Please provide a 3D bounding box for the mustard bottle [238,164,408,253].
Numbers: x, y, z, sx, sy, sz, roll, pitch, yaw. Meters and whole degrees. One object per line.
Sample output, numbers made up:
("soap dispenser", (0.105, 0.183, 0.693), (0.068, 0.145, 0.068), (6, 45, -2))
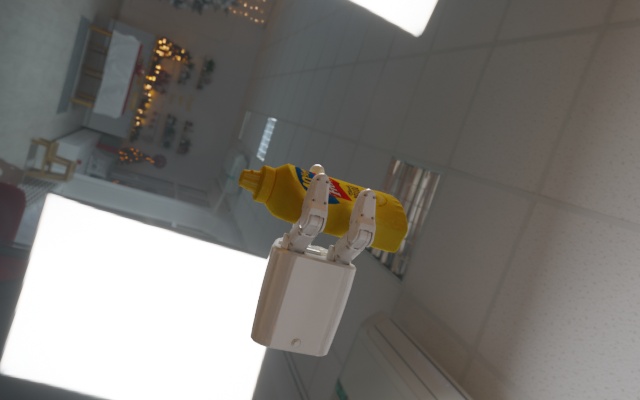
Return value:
("mustard bottle", (0.000, 0.002, 0.547), (0.191, 0.058, 0.096), (17, 24, -19))
